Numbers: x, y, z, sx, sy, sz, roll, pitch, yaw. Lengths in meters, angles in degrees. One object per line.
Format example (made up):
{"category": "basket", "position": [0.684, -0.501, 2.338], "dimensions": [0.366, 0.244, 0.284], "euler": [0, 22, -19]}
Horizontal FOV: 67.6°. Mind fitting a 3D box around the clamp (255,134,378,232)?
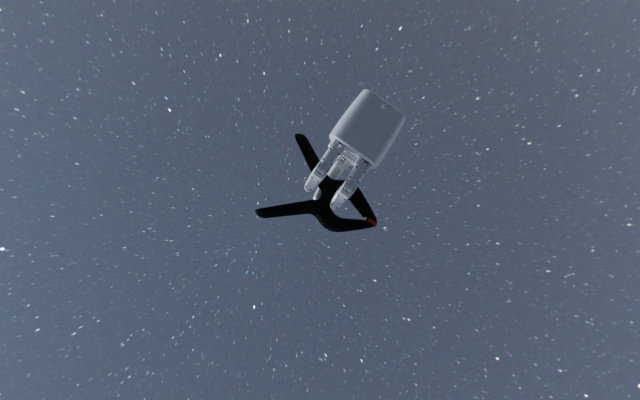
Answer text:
{"category": "clamp", "position": [0.001, 0.003, 0.849], "dimensions": [0.210, 0.164, 0.036], "euler": [35, -7, -4]}
